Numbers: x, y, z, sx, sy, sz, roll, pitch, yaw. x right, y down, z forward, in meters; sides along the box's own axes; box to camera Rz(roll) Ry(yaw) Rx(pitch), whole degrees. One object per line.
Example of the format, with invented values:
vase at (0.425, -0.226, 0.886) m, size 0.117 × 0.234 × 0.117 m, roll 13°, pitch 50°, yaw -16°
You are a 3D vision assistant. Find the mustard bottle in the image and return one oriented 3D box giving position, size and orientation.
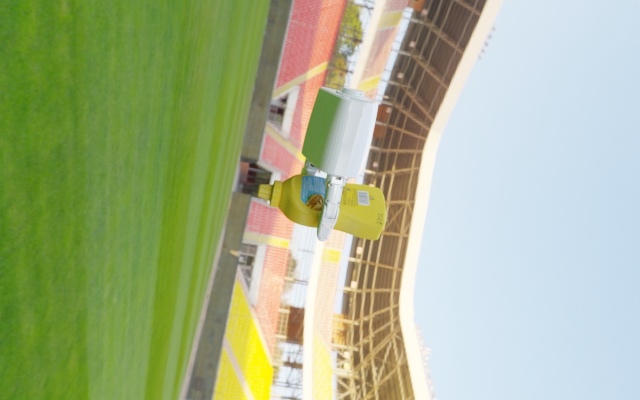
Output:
mustard bottle at (0.000, 0.003, 0.730) m, size 0.191 × 0.058 × 0.096 m, roll 11°, pitch 42°, yaw -9°
